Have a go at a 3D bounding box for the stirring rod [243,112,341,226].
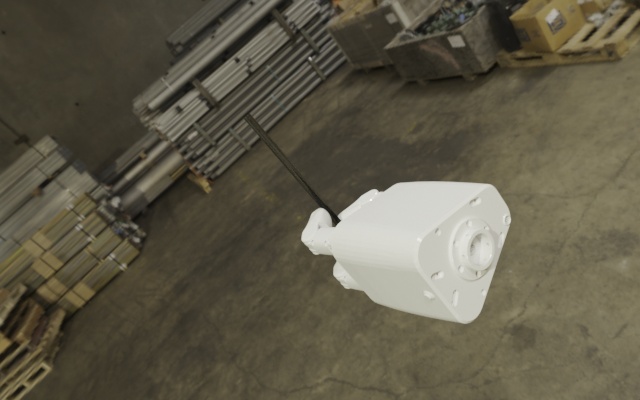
[{"bbox_3d":[0.000,0.002,0.508,0.011,0.240,0.011,-33,24,17],"label":"stirring rod"}]
